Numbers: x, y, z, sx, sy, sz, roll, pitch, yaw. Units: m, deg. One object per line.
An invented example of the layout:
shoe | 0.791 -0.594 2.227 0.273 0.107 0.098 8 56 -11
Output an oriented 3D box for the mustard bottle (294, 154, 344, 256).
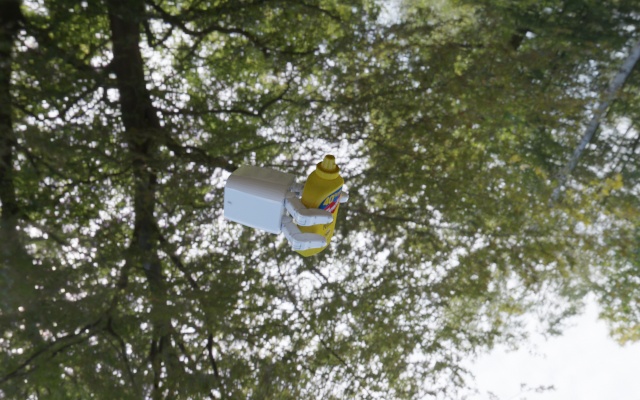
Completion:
mustard bottle | 0.000 0.003 0.842 0.058 0.192 0.096 30 40 24
